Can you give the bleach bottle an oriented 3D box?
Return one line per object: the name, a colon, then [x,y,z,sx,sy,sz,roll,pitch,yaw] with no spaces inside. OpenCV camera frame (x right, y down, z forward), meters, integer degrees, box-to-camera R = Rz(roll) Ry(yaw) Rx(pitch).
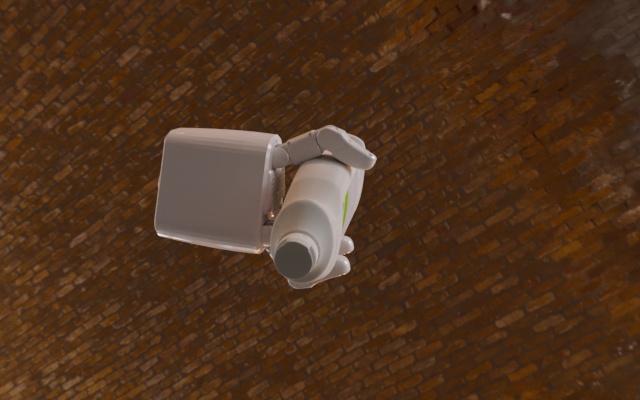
bleach bottle: [0.000,0.002,0.453,0.068,0.102,0.250,7,16,7]
